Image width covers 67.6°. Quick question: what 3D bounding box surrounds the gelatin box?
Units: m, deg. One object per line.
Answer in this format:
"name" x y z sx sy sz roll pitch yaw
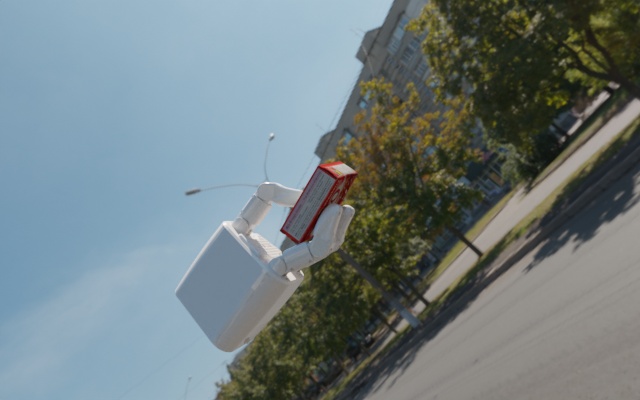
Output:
"gelatin box" 0.000 0.001 0.537 0.030 0.089 0.073 35 18 14
